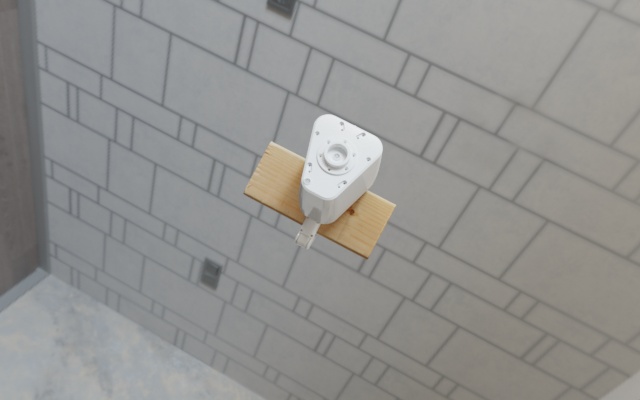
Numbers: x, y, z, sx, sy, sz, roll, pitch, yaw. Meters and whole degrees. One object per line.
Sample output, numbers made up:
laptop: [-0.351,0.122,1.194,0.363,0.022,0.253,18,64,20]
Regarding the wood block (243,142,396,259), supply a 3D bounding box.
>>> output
wood block: [0.000,0.003,0.731,0.206,0.091,0.090,28,-3,7]
